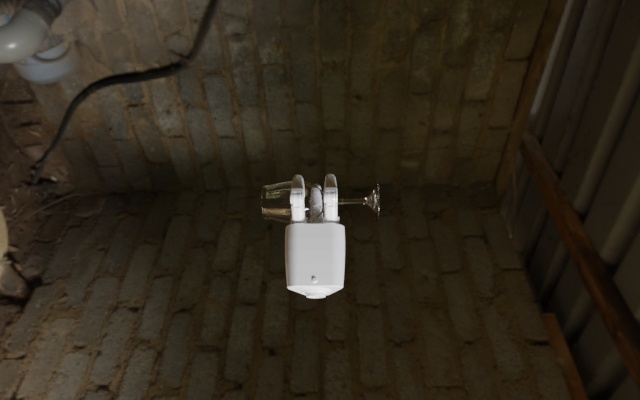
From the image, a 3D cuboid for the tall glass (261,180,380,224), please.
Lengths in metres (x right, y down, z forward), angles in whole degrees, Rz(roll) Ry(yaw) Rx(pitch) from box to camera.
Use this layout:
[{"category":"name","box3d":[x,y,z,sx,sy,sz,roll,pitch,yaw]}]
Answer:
[{"category":"tall glass","box3d":[0.001,0.003,0.838,0.201,0.079,0.079,-1,0,2]}]
